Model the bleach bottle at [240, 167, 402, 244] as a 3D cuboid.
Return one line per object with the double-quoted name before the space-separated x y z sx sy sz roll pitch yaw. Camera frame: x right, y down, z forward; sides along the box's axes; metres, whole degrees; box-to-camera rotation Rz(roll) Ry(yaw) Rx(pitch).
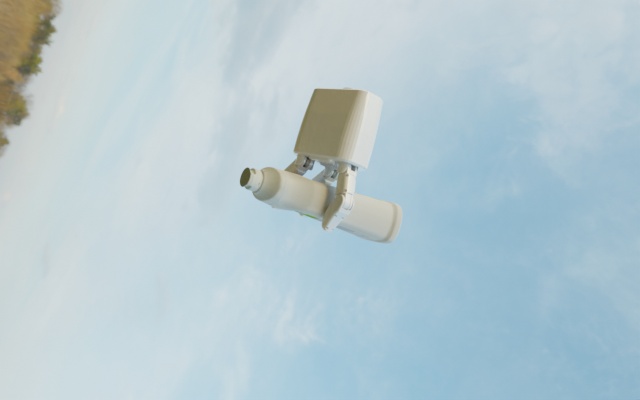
"bleach bottle" 0.000 0.002 0.708 0.251 0.068 0.102 19 -7 -35
